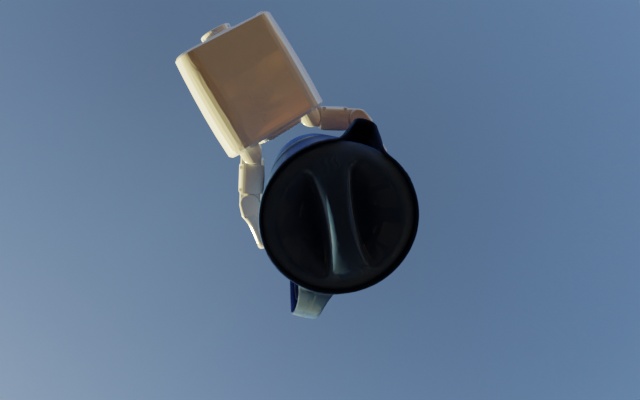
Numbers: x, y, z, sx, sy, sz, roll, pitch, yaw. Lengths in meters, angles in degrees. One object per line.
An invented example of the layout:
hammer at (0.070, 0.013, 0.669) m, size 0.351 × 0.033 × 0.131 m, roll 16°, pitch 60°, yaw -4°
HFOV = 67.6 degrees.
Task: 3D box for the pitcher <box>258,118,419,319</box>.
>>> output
pitcher at (0.000, 0.001, 0.502) m, size 0.149 × 0.145 × 0.242 m, roll -30°, pitch 13°, yaw 1°
